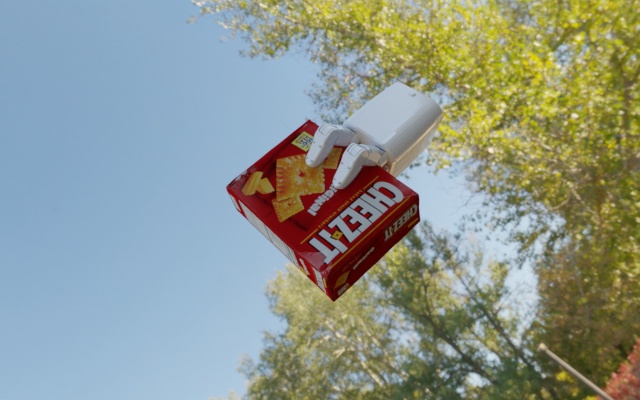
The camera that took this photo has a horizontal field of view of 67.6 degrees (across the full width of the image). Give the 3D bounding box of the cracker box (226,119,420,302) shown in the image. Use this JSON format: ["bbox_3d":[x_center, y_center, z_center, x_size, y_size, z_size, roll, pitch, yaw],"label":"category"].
[{"bbox_3d":[0.000,0.002,0.645,0.213,0.164,0.072,39,-20,32],"label":"cracker box"}]
